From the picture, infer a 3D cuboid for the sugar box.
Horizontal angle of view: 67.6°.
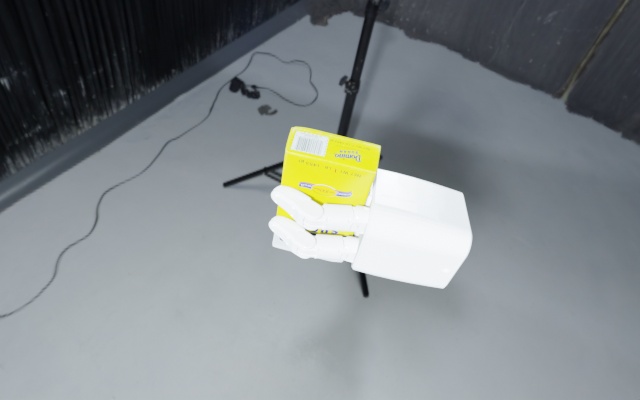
[{"bbox_3d":[0.000,0.002,0.534,0.093,0.048,0.176,14,-41,1],"label":"sugar box"}]
